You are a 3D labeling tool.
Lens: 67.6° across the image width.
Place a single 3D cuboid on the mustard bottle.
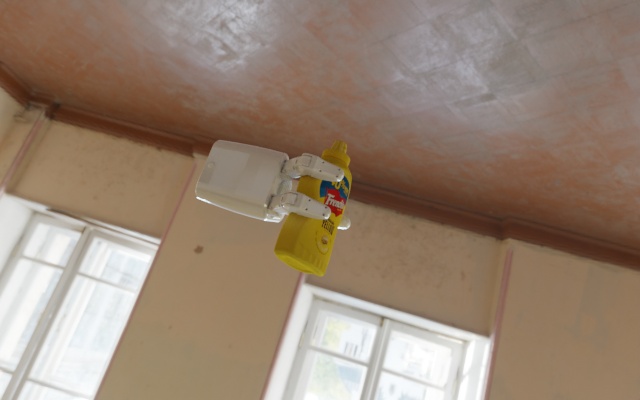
[{"bbox_3d":[0.000,0.002,0.667,0.058,0.191,0.096,6,-22,33],"label":"mustard bottle"}]
